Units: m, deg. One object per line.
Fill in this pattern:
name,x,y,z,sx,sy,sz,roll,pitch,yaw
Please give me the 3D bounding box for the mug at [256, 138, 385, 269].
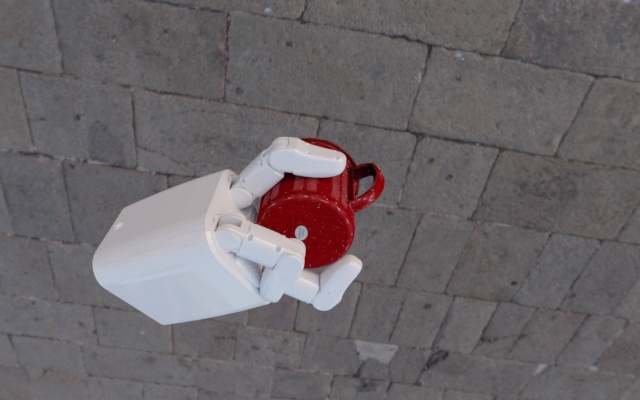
mug,0.001,0.001,0.414,0.117,0.093,0.081,-18,33,15
